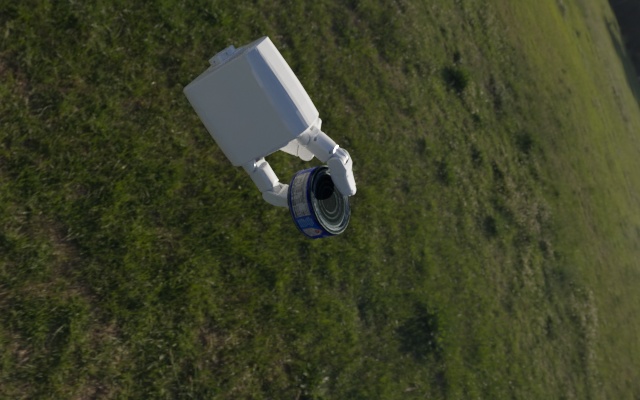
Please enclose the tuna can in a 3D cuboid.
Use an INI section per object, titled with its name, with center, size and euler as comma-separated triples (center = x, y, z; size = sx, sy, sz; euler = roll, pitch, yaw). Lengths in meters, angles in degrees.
[tuna can]
center = 0.001, 0.002, 0.570
size = 0.034, 0.086, 0.086
euler = -13, -7, 34
